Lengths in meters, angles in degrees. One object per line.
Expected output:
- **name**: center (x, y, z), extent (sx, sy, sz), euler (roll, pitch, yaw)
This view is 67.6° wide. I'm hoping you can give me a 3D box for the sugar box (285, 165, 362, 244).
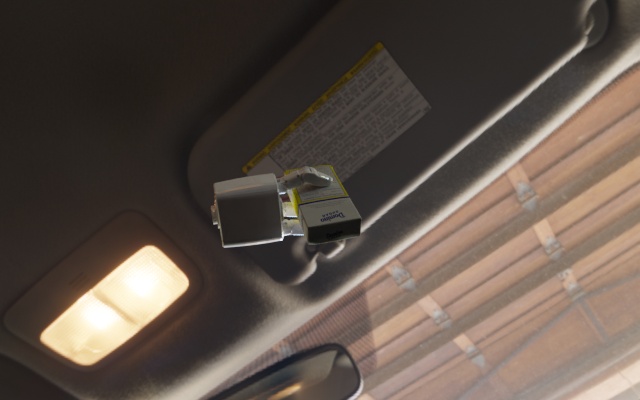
- **sugar box**: center (0.000, 0.003, 0.835), extent (0.093, 0.048, 0.176), euler (-9, 39, -12)
